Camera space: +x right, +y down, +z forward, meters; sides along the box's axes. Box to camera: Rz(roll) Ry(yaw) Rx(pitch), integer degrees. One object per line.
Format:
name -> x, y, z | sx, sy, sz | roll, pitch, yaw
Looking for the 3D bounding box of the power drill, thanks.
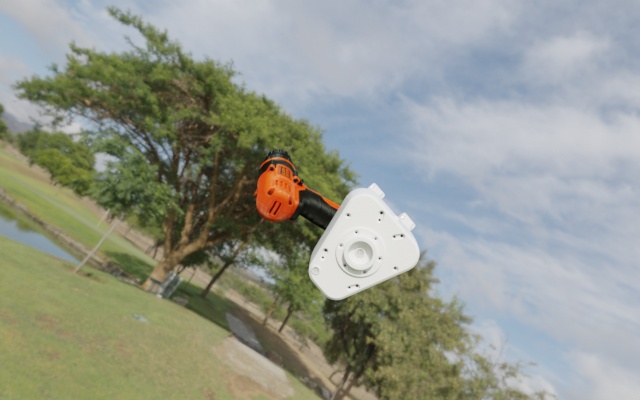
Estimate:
power drill -> 0.001, 0.002, 0.653 | 0.188, 0.057, 0.184 | 25, 22, -13
